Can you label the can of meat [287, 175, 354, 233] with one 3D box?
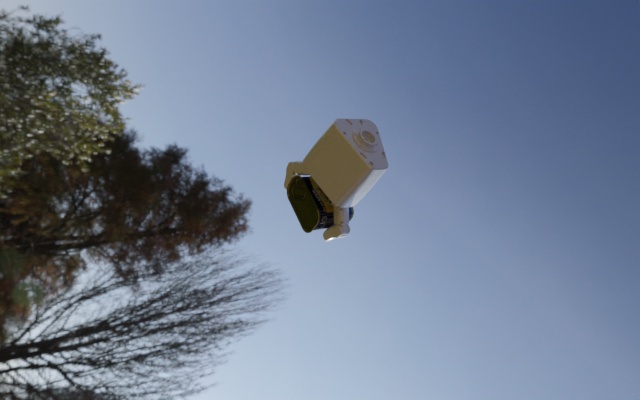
[{"bbox_3d":[0.000,0.003,0.853,0.084,0.102,0.057,-6,-33,-37],"label":"can of meat"}]
